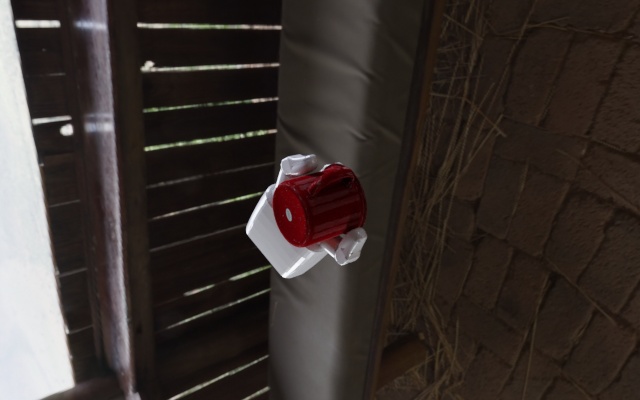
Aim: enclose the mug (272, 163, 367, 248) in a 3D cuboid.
[{"bbox_3d":[0.001,0.001,0.568,0.081,0.093,0.117,-17,-23,-34],"label":"mug"}]
